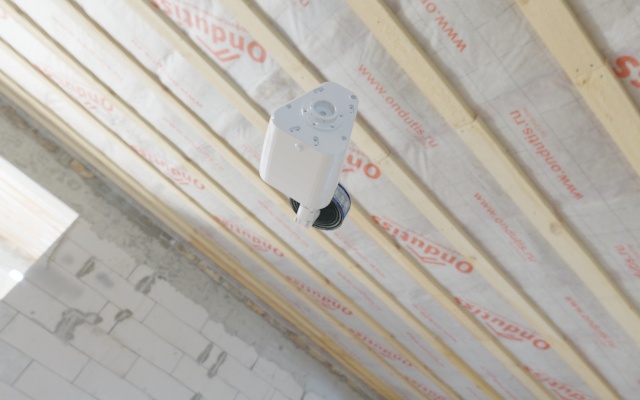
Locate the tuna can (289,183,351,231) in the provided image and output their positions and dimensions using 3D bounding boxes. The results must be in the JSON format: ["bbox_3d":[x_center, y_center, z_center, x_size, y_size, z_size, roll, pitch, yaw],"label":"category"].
[{"bbox_3d":[0.000,0.002,0.693,0.086,0.086,0.033,0,43,36],"label":"tuna can"}]
